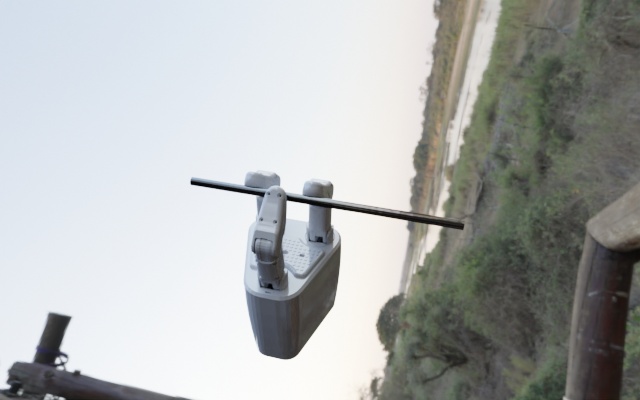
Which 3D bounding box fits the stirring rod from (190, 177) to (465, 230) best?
[{"bbox_3d":[0.000,0.001,0.411,0.239,0.011,0.011,9,2,11],"label":"stirring rod"}]
